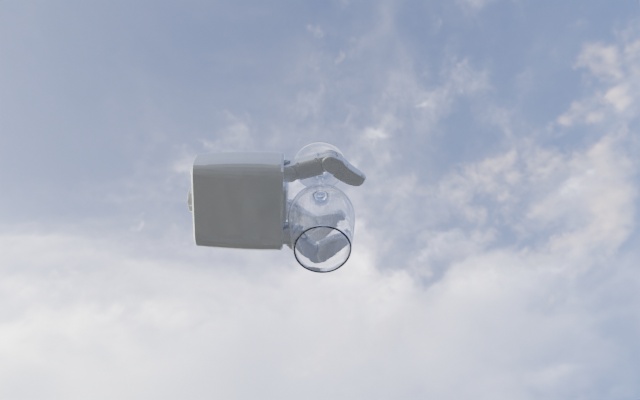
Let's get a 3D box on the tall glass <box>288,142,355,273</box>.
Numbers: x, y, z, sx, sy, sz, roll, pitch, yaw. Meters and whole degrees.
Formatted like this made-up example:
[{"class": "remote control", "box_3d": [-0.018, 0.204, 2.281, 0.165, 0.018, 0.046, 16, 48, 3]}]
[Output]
[{"class": "tall glass", "box_3d": [0.000, 0.002, 0.585, 0.079, 0.079, 0.201, 0, 30, -2]}]
